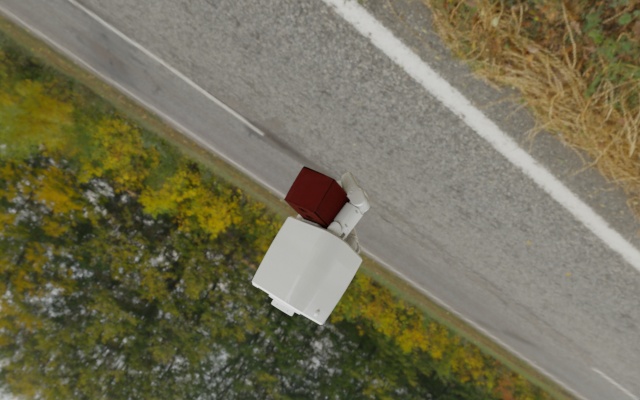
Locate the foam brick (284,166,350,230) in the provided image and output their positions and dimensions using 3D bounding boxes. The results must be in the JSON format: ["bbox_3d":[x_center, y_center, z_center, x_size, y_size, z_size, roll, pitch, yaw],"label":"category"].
[{"bbox_3d":[0.000,0.002,0.621,0.053,0.051,0.078,24,-13,34],"label":"foam brick"}]
